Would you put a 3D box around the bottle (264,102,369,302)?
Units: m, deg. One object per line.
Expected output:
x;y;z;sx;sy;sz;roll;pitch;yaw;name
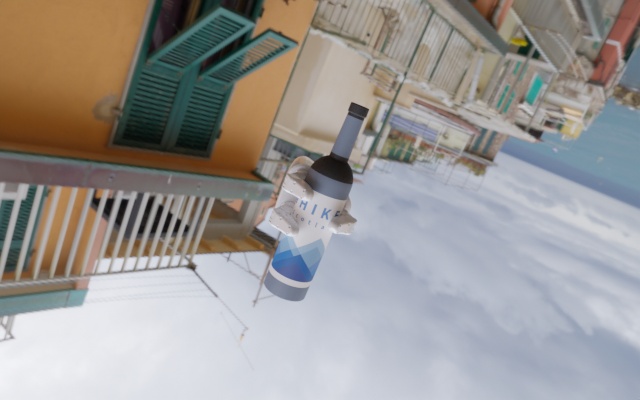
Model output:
0.000;0.003;0.687;0.069;0.296;0.069;21;13;-5;bottle
